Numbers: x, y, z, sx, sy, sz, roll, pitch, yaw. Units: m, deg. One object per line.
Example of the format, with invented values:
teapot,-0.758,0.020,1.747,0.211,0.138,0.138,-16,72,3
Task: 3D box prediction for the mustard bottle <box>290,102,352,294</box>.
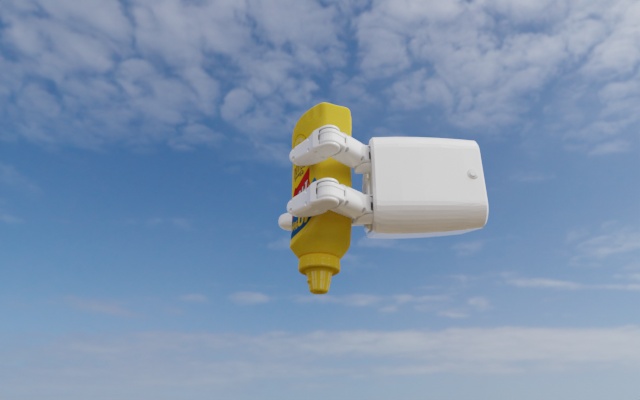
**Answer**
mustard bottle,0.000,0.001,0.497,0.058,0.191,0.096,11,-27,-21
